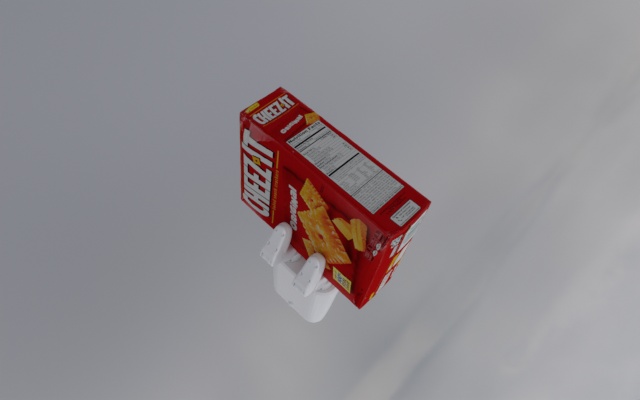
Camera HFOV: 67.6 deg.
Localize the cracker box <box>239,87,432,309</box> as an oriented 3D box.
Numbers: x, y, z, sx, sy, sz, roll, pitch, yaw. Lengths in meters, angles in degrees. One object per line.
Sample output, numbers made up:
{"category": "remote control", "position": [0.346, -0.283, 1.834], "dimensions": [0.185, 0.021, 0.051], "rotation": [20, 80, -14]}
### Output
{"category": "cracker box", "position": [0.000, 0.002, 0.542], "dimensions": [0.072, 0.213, 0.164], "rotation": [-39, -22, -30]}
